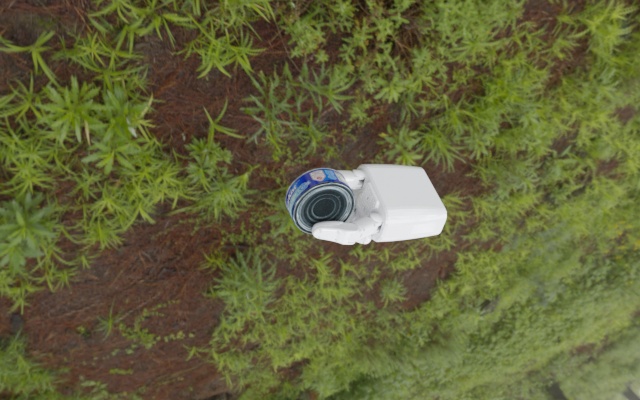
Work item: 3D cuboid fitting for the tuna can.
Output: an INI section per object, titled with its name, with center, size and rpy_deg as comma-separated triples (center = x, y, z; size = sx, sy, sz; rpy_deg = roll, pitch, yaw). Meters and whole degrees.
[tuna can]
center = 0.000, 0.002, 0.613
size = 0.086, 0.086, 0.033
rpy_deg = 0, 37, -23
